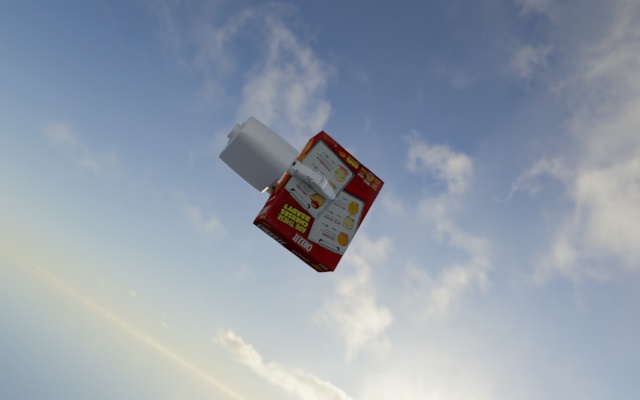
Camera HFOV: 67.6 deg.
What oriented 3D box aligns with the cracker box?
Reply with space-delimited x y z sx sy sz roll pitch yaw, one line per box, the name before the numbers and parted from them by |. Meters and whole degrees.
cracker box | 0.000 0.003 0.898 0.164 0.213 0.072 39 -24 -14
